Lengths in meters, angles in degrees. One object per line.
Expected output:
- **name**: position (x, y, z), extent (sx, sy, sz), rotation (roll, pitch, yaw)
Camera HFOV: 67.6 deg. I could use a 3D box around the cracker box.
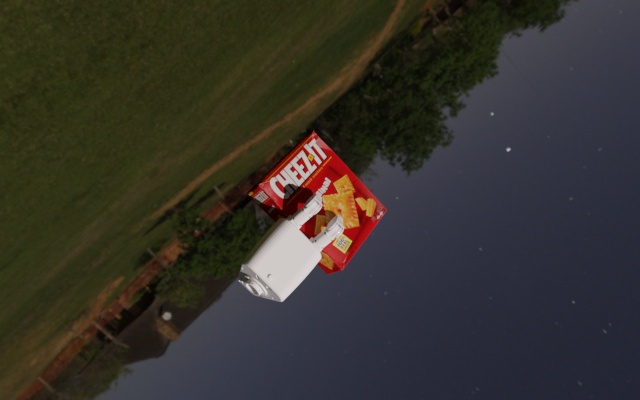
- **cracker box**: position (0.000, 0.003, 0.885), extent (0.164, 0.214, 0.072), rotation (-48, 10, -30)
